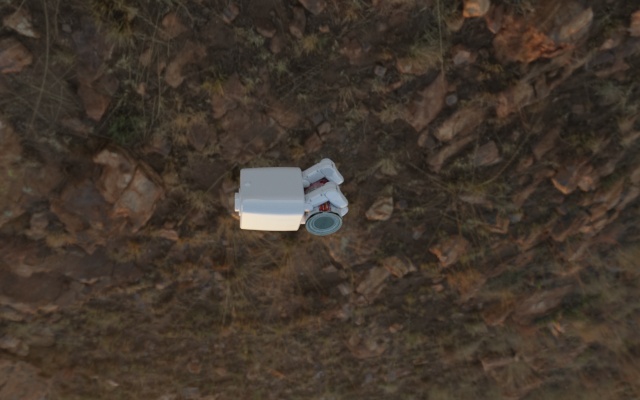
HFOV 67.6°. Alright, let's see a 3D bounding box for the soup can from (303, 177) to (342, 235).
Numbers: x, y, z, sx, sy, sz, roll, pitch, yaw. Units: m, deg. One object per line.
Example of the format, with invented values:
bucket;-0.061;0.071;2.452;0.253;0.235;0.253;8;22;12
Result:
soup can;0.001;0.003;0.860;0.068;0.102;0.069;-5;-39;-4
